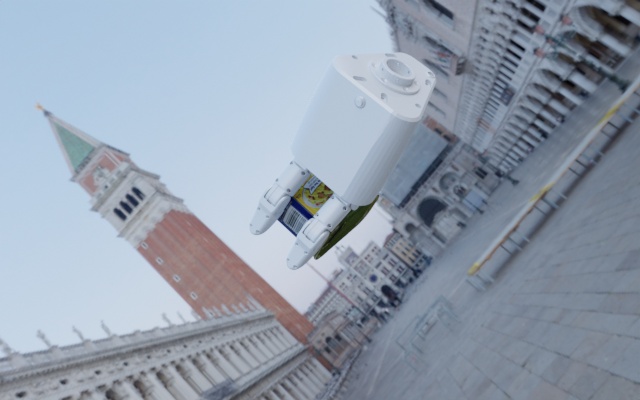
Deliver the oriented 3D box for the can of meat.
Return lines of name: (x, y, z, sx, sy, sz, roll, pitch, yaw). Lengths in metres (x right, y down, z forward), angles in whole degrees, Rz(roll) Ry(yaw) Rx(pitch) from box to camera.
can of meat: (0.000, 0.001, 0.523, 0.102, 0.084, 0.057, -37, -17, -41)
